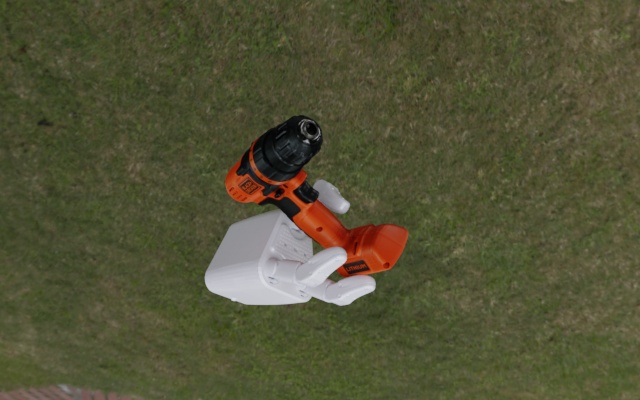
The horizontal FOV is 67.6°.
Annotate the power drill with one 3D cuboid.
[{"bbox_3d":[0.000,0.002,0.501,0.188,0.057,0.184,40,-27,-14],"label":"power drill"}]
